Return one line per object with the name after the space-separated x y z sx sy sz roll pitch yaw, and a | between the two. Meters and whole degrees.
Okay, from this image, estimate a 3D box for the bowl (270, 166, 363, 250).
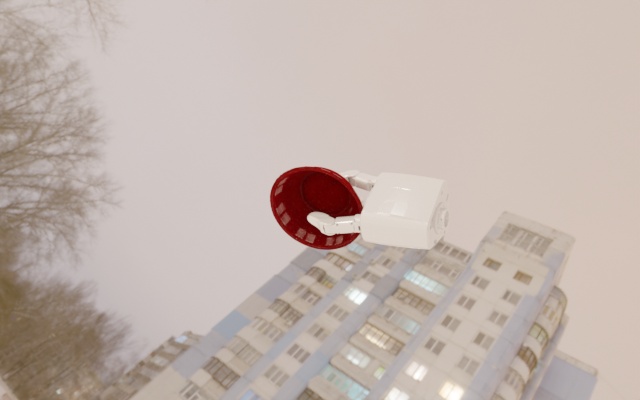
-0.001 0.002 0.793 0.162 0.162 0.055 0 33 21 | bowl
